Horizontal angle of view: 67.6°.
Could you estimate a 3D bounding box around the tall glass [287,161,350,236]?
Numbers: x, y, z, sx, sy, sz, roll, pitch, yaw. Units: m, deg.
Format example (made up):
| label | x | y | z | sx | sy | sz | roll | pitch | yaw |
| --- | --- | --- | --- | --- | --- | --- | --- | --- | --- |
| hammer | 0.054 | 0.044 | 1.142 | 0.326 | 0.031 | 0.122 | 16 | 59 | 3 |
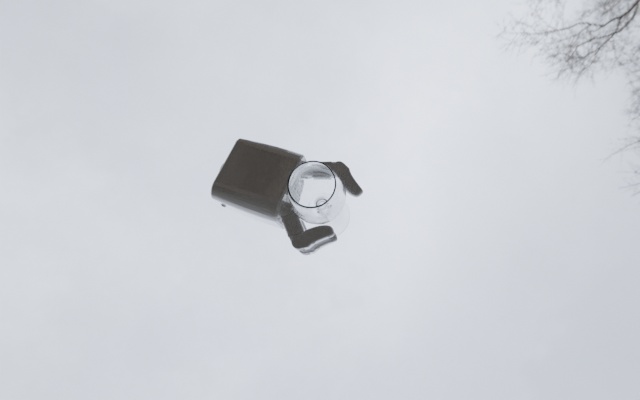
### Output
| label | x | y | z | sx | sy | sz | roll | pitch | yaw |
| --- | --- | --- | --- | --- | --- | --- | --- | --- | --- |
| tall glass | 0.000 | 0.002 | 0.689 | 0.079 | 0.079 | 0.201 | 0 | -13 | 6 |
